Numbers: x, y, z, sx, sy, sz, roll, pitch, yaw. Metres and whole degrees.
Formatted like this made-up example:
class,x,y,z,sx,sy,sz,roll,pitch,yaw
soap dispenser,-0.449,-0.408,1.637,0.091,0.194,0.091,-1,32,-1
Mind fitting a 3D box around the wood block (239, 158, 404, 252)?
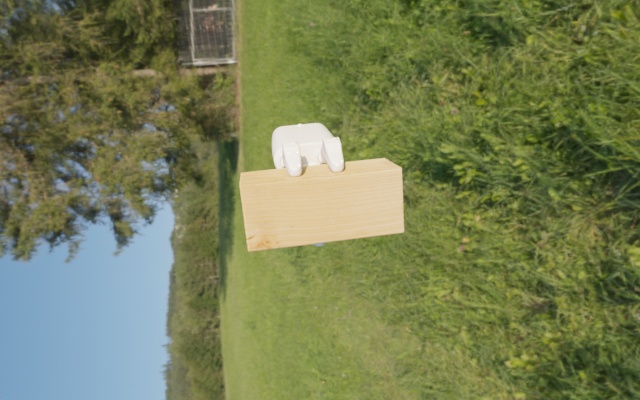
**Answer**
class,x,y,z,sx,sy,sz,roll,pitch,yaw
wood block,0.000,0.002,0.647,0.206,0.091,0.090,-7,15,-7
